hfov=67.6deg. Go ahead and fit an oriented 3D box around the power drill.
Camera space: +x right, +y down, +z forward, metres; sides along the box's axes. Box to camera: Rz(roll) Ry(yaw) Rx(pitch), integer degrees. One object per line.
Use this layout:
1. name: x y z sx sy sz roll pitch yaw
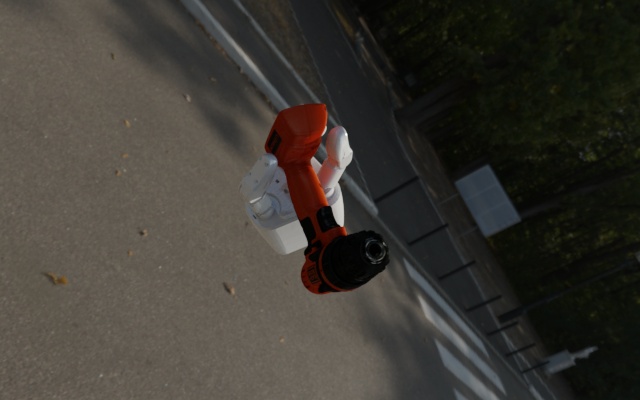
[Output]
1. power drill: 0.000 0.001 0.486 0.057 0.187 0.184 -12 -12 -21
